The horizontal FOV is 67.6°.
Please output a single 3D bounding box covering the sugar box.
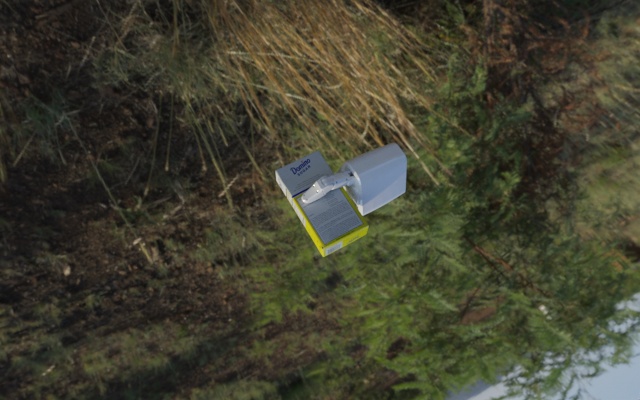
[{"bbox_3d":[0.000,0.003,0.855,0.093,0.176,0.048,-26,-25,-14],"label":"sugar box"}]
